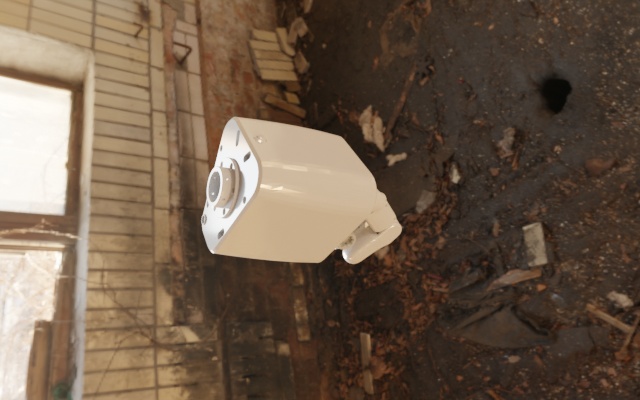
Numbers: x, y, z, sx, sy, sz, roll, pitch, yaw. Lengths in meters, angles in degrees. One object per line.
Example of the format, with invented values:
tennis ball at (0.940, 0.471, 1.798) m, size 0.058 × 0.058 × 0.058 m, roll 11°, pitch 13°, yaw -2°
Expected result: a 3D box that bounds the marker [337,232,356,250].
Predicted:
marker at (0.000, 0.002, 0.468) m, size 0.020 × 0.020 × 0.121 m, roll 0°, pitch 36°, yaw -29°
